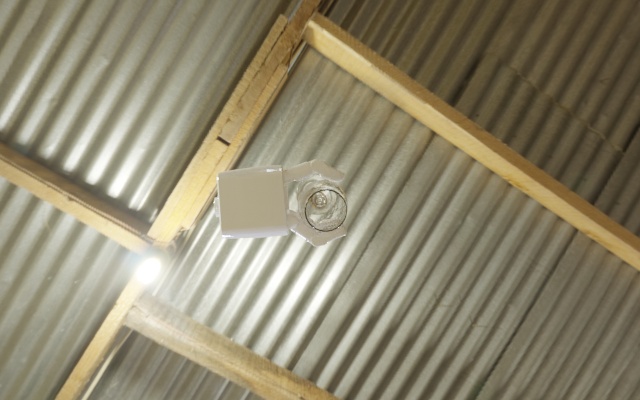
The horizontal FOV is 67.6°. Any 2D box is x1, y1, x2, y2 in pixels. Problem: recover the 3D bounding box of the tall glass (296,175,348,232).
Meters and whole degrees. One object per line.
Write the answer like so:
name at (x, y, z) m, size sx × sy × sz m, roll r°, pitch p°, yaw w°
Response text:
tall glass at (0.000, 0.002, 0.779) m, size 0.079 × 0.079 × 0.201 m, roll 0°, pitch 7°, yaw -5°
